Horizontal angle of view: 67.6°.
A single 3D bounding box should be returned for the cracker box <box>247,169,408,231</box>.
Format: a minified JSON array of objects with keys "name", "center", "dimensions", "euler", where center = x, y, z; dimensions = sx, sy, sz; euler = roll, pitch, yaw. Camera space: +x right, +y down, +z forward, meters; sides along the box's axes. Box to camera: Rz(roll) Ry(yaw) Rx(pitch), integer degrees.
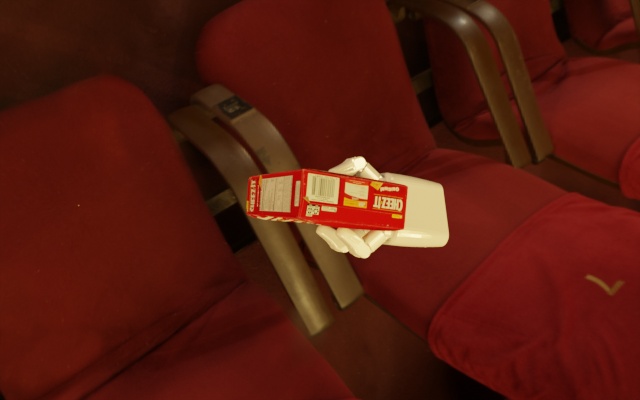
[{"name":"cracker box","center":[0.000,0.002,0.715],"dimensions":[0.164,0.072,0.213],"euler":[7,-4,-26]}]
